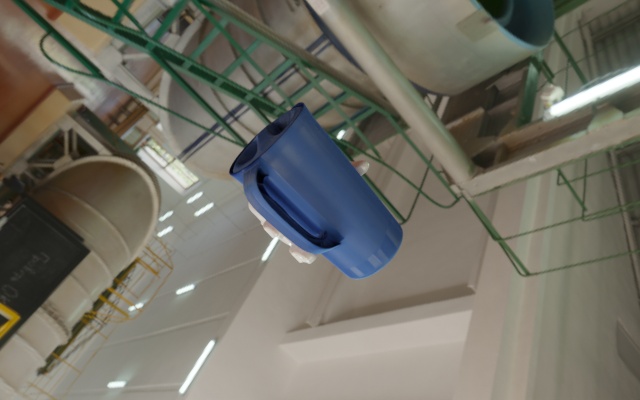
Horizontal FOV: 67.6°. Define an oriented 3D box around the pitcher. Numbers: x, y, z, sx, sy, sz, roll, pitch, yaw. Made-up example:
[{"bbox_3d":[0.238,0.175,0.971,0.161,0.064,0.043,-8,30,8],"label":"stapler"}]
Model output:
[{"bbox_3d":[0.000,0.002,0.651,0.243,0.149,0.145,46,-12,-19],"label":"pitcher"}]
